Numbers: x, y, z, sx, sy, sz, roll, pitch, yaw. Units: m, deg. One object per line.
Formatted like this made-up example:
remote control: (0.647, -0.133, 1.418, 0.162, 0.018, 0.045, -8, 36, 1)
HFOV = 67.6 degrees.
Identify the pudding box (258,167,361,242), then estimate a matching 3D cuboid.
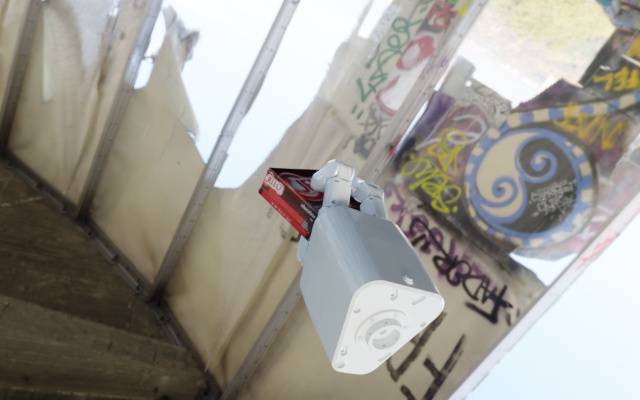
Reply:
pudding box: (0.000, 0.002, 0.536, 0.090, 0.039, 0.113, 43, 24, 30)
